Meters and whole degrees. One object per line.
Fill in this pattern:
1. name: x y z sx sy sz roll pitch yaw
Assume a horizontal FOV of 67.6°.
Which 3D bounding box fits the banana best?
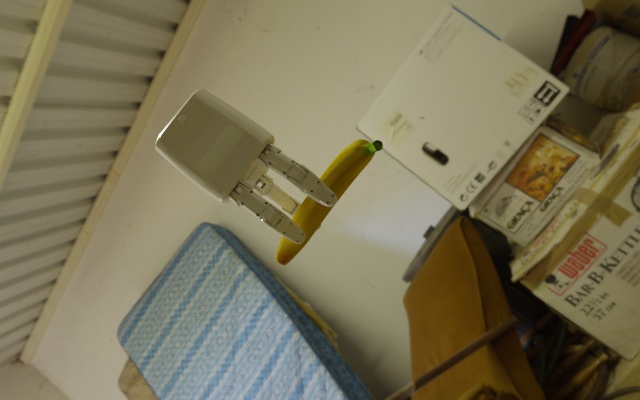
1. banana: 0.005 -0.006 0.586 0.037 0.198 0.069 37 19 -1
